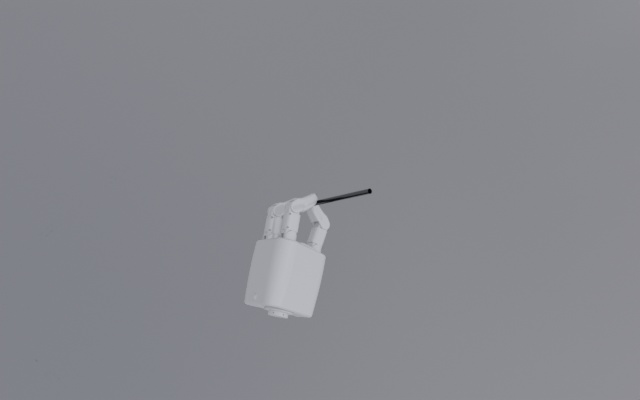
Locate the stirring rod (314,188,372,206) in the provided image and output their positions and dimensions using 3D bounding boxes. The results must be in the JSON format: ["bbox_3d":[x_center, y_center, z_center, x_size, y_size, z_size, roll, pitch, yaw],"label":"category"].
[{"bbox_3d":[0.000,0.003,0.787,0.011,0.011,0.239,0,-8,-37],"label":"stirring rod"}]
